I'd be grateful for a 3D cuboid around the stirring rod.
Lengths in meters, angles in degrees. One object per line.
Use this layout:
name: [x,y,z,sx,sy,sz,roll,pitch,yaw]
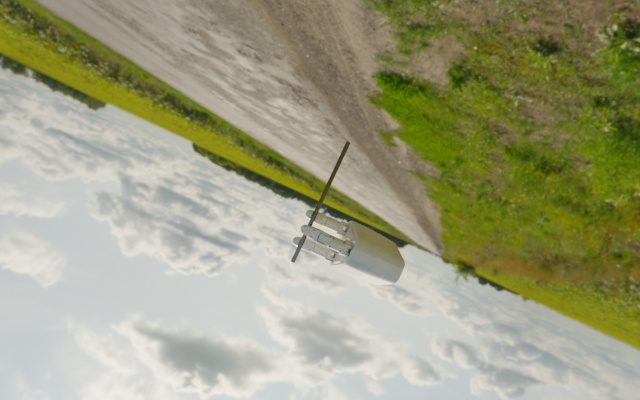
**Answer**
stirring rod: [0.000,0.003,0.866,0.011,0.239,0.011,25,-1,0]
